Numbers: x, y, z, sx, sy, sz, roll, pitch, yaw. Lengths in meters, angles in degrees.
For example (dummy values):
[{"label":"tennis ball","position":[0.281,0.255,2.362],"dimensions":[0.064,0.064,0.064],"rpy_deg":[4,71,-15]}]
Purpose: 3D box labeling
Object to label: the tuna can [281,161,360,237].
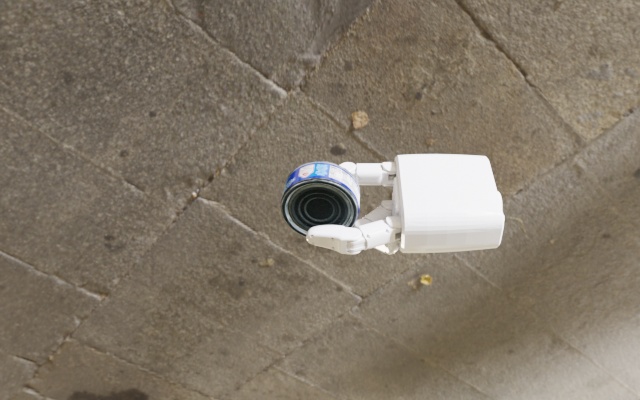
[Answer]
[{"label":"tuna can","position":[0.000,0.002,0.519],"dimensions":[0.086,0.086,0.033],"rpy_deg":[0,38,6]}]
